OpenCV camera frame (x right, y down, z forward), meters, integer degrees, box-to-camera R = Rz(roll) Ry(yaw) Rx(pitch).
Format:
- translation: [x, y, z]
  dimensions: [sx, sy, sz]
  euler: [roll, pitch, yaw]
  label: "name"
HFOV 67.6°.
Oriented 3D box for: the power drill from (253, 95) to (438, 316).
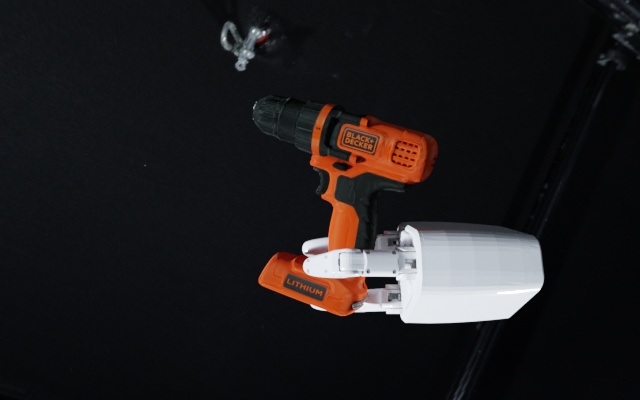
- translation: [0.000, 0.002, 0.463]
  dimensions: [0.184, 0.188, 0.057]
  euler: [19, 10, 18]
  label: "power drill"
